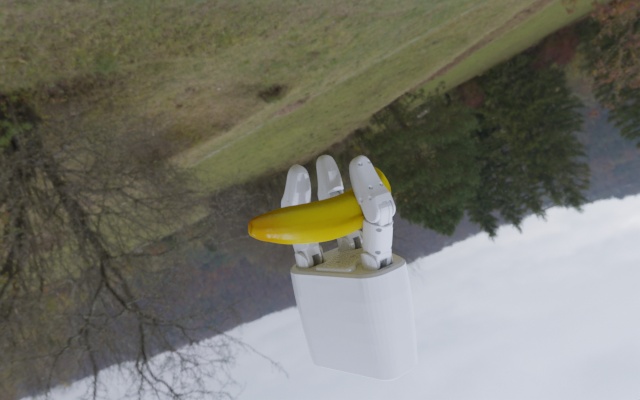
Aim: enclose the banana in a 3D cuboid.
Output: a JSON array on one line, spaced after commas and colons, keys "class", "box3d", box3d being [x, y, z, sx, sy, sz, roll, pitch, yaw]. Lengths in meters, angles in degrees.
[{"class": "banana", "box3d": [0.018, 0.005, 0.446, 0.069, 0.037, 0.197, 15, 25, 28]}]
